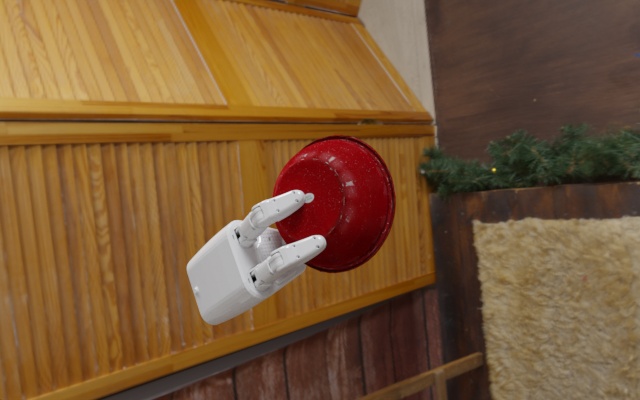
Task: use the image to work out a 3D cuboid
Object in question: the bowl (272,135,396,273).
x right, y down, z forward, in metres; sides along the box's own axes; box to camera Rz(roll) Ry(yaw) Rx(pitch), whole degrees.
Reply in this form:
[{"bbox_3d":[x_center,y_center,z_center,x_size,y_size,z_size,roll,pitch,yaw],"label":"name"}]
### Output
[{"bbox_3d":[0.001,0.001,0.537,0.162,0.162,0.055,0,-4,32],"label":"bowl"}]
